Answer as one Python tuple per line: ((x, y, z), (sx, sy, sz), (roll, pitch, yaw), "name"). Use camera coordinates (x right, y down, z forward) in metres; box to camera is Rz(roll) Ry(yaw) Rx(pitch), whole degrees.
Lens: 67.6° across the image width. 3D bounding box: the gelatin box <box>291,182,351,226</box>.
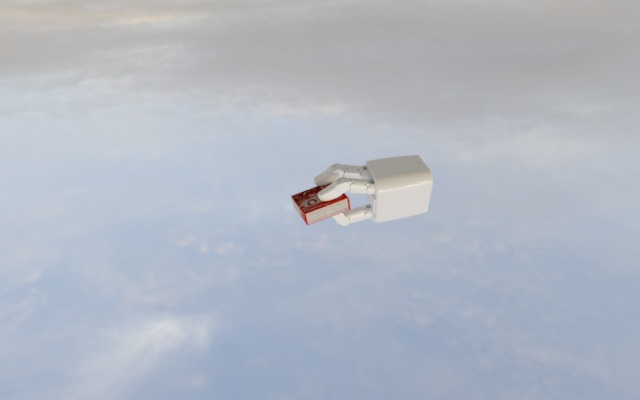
((0.000, 0.003, 0.874), (0.089, 0.030, 0.073), (-21, 34, -13), "gelatin box")
